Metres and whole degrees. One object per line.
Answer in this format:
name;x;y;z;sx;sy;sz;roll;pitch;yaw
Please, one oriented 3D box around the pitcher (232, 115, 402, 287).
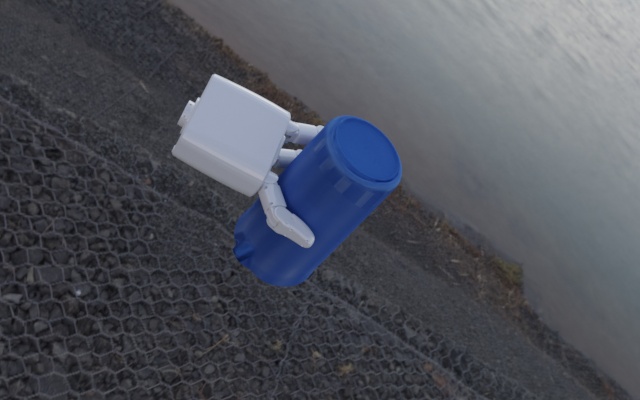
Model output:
pitcher;0.000;0.002;0.628;0.145;0.149;0.243;28;-44;-17
